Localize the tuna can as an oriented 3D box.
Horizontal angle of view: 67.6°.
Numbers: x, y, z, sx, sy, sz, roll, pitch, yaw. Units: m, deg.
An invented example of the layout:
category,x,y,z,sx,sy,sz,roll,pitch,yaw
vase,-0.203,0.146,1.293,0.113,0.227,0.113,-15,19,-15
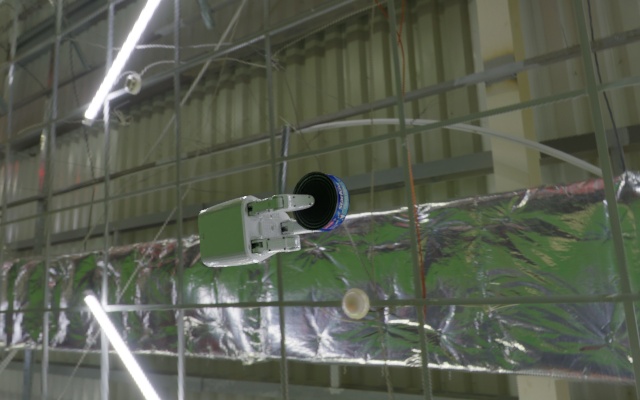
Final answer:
category,x,y,z,sx,sy,sz,roll,pitch,yaw
tuna can,0.001,0.002,0.698,0.086,0.086,0.034,0,-5,39
